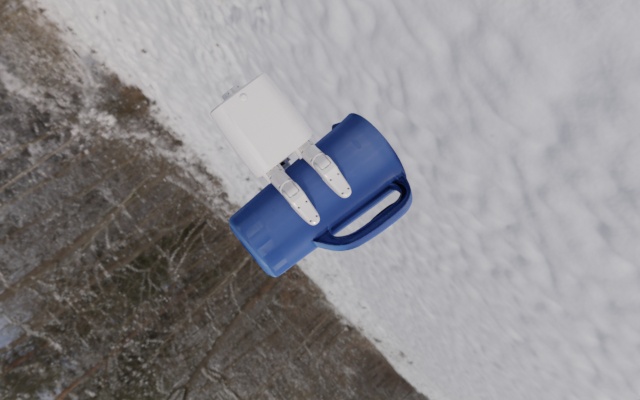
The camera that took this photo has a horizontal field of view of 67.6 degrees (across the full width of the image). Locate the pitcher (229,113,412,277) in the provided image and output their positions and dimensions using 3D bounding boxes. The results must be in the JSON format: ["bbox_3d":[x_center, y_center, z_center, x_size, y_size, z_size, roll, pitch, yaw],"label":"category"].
[{"bbox_3d":[0.000,0.002,0.681,0.243,0.145,0.149,-39,13,-8],"label":"pitcher"}]
